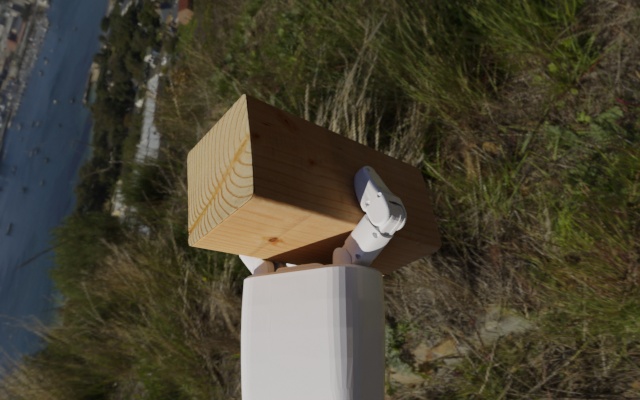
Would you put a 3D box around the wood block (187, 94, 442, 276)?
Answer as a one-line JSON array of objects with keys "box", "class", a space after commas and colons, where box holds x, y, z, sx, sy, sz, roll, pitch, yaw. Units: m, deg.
[{"box": [0.000, 0.002, 0.417, 0.206, 0.090, 0.091, 17, -38, -39], "class": "wood block"}]
